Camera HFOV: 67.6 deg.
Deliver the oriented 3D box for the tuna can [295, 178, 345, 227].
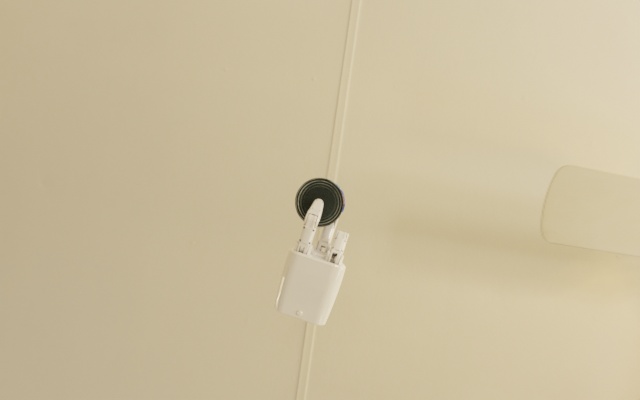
[{"bbox_3d":[0.000,0.003,0.840,0.086,0.086,0.034,0,3,9],"label":"tuna can"}]
